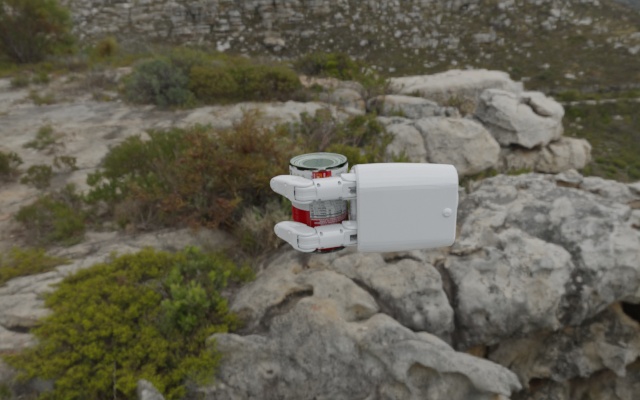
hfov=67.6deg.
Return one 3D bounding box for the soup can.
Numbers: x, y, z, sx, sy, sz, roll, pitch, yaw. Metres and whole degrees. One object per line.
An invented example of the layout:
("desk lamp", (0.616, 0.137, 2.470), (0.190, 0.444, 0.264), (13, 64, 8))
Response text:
("soup can", (0.000, 0.002, 0.554), (0.068, 0.102, 0.068), (-2, 20, 1))
